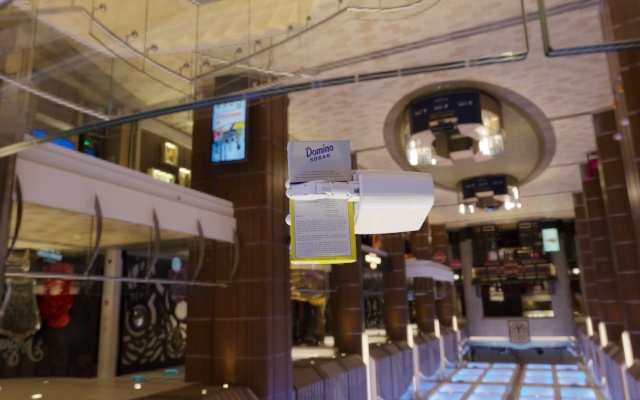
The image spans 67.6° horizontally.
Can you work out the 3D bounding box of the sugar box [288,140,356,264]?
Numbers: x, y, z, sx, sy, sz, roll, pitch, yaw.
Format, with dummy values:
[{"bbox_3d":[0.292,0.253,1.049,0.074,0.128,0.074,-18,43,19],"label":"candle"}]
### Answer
[{"bbox_3d":[0.000,0.002,0.695,0.093,0.176,0.048,-1,-12,-5],"label":"sugar box"}]
